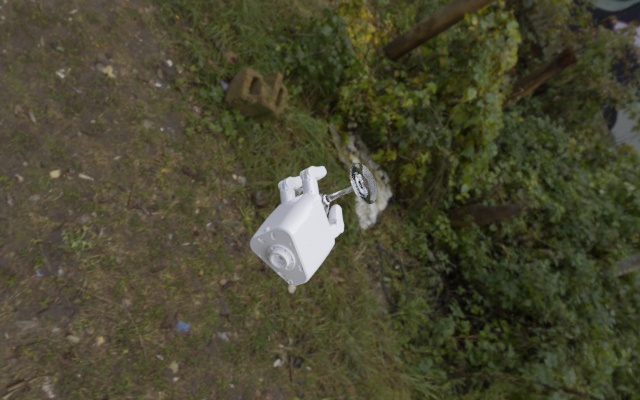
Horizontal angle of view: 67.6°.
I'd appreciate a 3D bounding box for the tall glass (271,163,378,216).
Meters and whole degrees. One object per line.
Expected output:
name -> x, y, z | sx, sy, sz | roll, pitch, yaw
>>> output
tall glass -> 0.001, 0.003, 0.862 | 0.201, 0.079, 0.079 | -23, -14, 36
